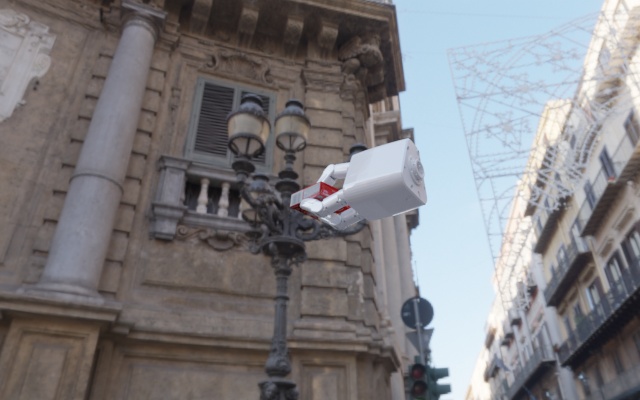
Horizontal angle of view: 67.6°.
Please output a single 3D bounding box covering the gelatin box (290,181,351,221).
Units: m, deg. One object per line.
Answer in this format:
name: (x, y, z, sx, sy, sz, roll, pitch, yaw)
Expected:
gelatin box: (0.000, 0.003, 0.863, 0.073, 0.030, 0.089, 26, -32, -33)
